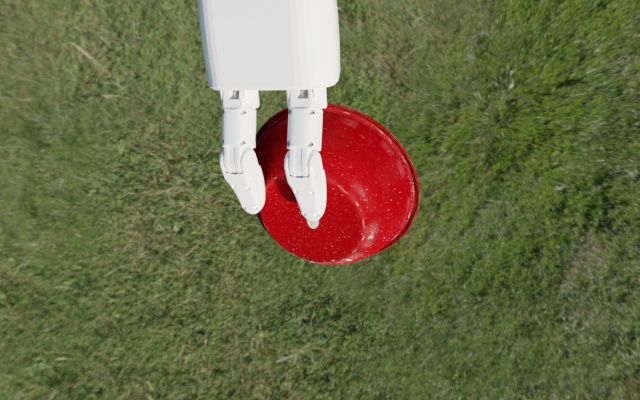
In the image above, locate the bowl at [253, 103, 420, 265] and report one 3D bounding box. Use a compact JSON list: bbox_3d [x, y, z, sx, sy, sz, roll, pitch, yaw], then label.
[{"bbox_3d":[0.000,0.003,0.412,0.162,0.162,0.055,0,33,22],"label":"bowl"}]
